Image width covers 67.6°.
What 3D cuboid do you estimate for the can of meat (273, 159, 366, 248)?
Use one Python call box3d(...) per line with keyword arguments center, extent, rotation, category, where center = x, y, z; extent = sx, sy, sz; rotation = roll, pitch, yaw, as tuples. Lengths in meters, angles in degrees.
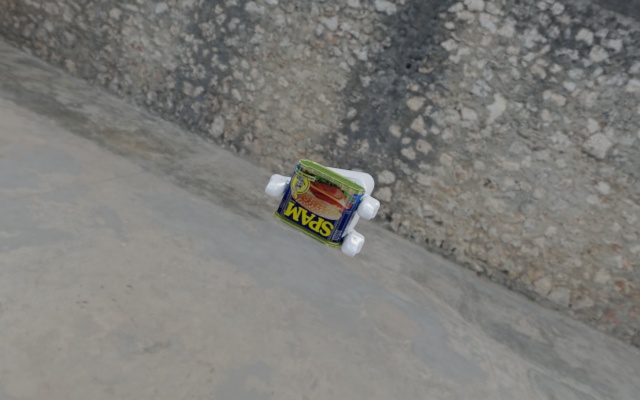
box3d(center=(0.000, 0.002, 0.641), extent=(0.102, 0.084, 0.057), rotation=(27, 14, 13), category="can of meat")
